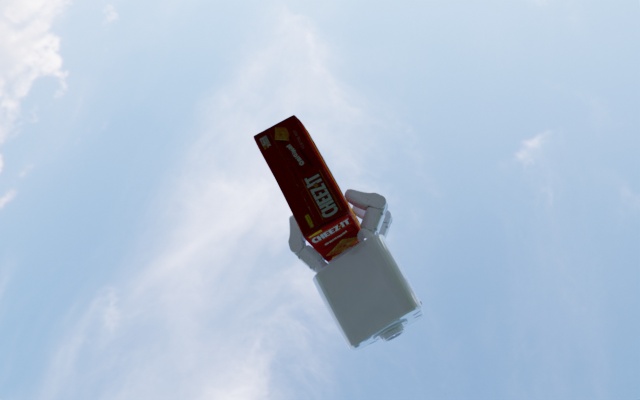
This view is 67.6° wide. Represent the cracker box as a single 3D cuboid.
[{"bbox_3d":[0.000,0.002,0.680,0.072,0.164,0.214,-30,-26,2],"label":"cracker box"}]
